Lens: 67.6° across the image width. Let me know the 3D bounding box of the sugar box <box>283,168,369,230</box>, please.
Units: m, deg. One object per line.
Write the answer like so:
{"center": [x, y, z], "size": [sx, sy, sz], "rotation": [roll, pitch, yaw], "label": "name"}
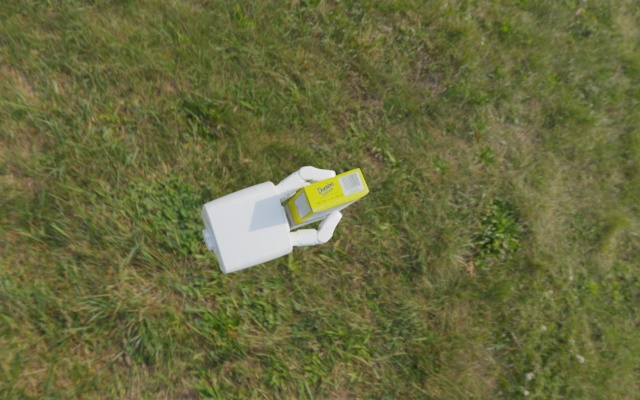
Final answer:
{"center": [0.000, 0.002, 0.754], "size": [0.093, 0.048, 0.176], "rotation": [-18, -4, -19], "label": "sugar box"}
